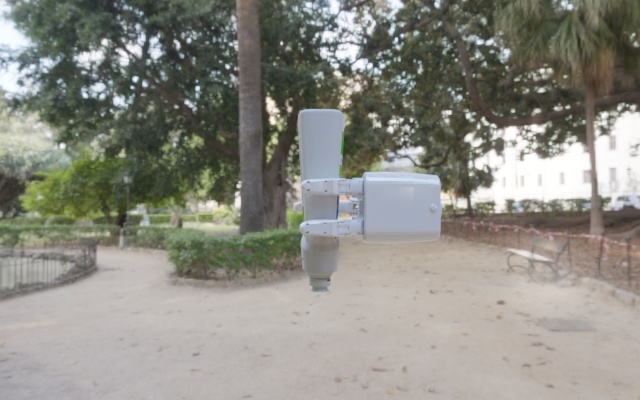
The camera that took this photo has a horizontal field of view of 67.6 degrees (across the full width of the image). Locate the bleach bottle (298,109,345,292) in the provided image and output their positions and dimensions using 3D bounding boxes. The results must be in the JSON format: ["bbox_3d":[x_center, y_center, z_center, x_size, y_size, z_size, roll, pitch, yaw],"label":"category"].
[{"bbox_3d":[0.000,0.002,0.686,0.068,0.251,0.102,1,0,1],"label":"bleach bottle"}]
